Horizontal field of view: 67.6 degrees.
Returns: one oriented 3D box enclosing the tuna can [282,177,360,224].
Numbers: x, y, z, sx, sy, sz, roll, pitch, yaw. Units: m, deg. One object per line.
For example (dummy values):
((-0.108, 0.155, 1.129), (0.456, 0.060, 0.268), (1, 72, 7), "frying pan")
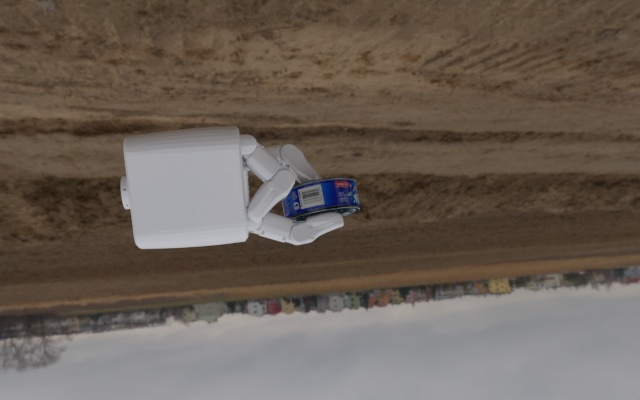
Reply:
((0.000, 0.002, 0.530), (0.086, 0.033, 0.086), (-10, -10, -2), "tuna can")
